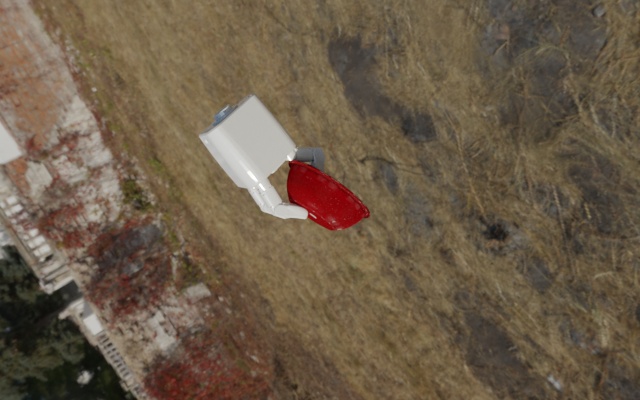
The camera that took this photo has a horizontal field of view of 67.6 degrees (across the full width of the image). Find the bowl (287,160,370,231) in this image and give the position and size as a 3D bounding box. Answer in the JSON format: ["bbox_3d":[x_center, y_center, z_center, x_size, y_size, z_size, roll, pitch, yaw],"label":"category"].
[{"bbox_3d":[0.001,0.004,0.787,0.162,0.055,0.162,32,-11,7],"label":"bowl"}]
